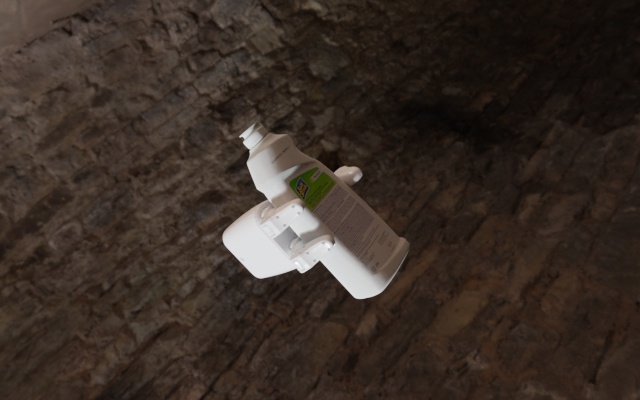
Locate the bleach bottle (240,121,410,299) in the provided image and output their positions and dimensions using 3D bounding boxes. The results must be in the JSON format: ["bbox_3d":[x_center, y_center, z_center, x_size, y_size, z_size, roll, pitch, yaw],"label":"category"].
[{"bbox_3d":[0.000,0.002,0.596,0.068,0.251,0.102,-28,17,50],"label":"bleach bottle"}]
